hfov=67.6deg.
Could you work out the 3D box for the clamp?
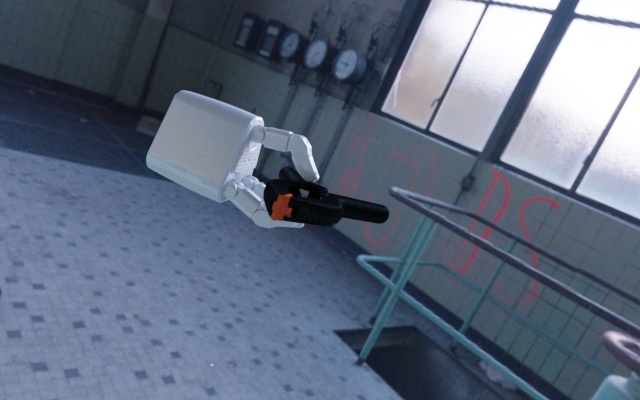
[{"bbox_3d":[0.000,0.001,0.574,0.164,0.036,0.210,21,11,8],"label":"clamp"}]
